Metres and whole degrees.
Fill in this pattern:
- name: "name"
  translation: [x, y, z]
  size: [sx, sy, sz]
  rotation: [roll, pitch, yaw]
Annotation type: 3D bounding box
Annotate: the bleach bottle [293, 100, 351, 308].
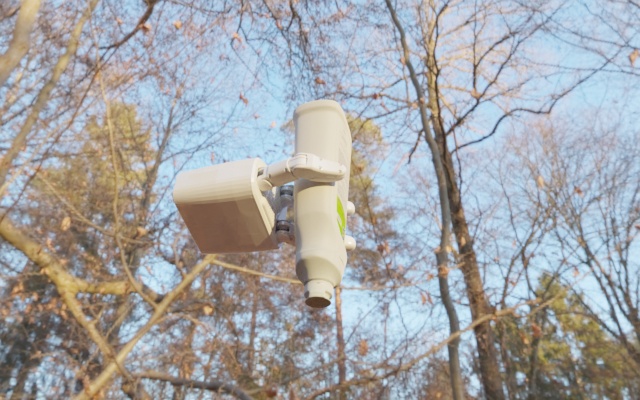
- name: "bleach bottle"
  translation: [0.000, 0.002, 0.569]
  size: [0.068, 0.250, 0.103]
  rotation: [-8, -38, 15]
